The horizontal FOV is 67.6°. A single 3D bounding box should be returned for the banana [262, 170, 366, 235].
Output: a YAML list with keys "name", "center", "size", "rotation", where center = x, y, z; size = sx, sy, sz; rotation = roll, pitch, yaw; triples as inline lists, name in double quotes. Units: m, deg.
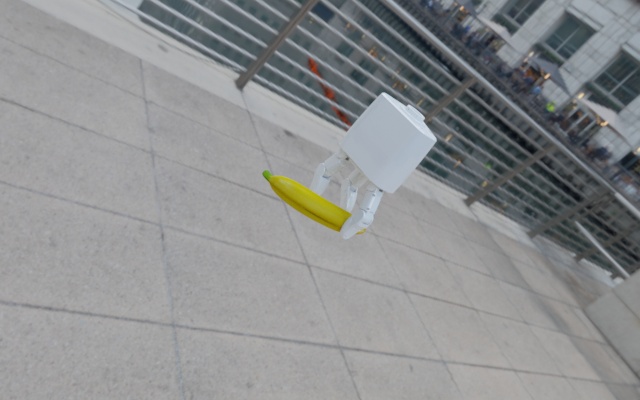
- name: "banana"
  center: [-0.002, 0.009, 0.754]
  size: [0.198, 0.037, 0.069]
  rotation: [32, 20, -16]
